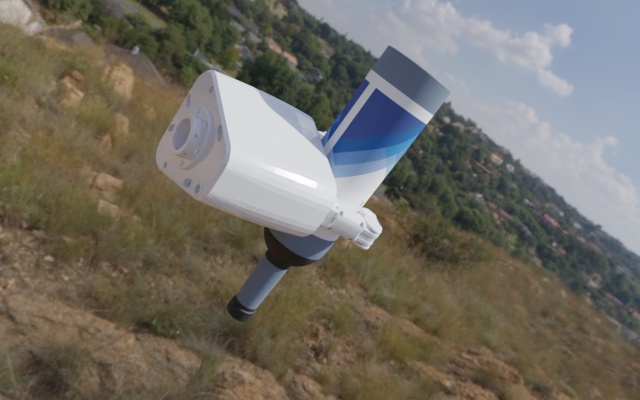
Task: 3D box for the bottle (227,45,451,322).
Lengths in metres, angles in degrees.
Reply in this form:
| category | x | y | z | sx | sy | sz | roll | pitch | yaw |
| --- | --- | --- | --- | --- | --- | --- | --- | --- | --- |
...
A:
| category | x | y | z | sx | sy | sz | roll | pitch | yaw |
| --- | --- | --- | --- | --- | --- | --- | --- | --- | --- |
| bottle | 0.000 | 0.001 | 0.446 | 0.069 | 0.296 | 0.069 | 33 | 17 | -12 |
